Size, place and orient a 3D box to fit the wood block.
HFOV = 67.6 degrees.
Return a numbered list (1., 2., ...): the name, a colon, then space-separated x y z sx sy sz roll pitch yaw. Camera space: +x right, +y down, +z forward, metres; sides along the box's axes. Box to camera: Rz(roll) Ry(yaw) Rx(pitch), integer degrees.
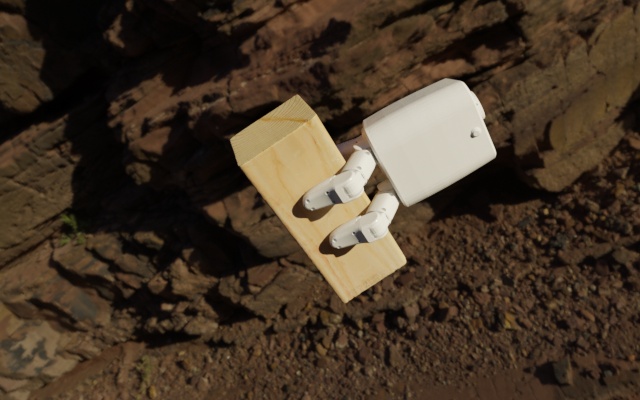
1. wood block: 0.000 0.001 0.527 0.090 0.206 0.090 -34 29 1
